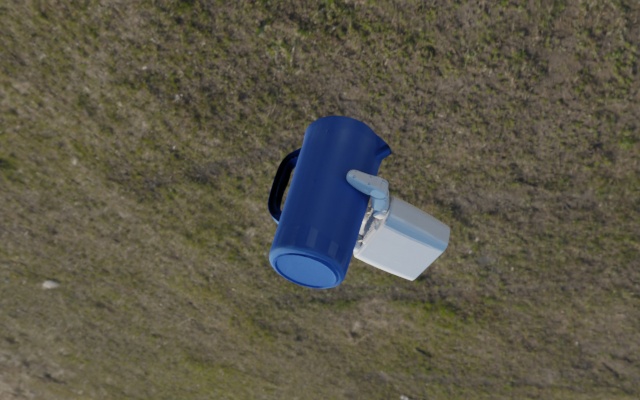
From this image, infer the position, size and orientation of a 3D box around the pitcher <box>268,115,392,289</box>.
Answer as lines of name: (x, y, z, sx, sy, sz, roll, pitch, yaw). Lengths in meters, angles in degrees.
pitcher: (0.000, 0.002, 0.714, 0.145, 0.242, 0.149, 25, -35, -10)
